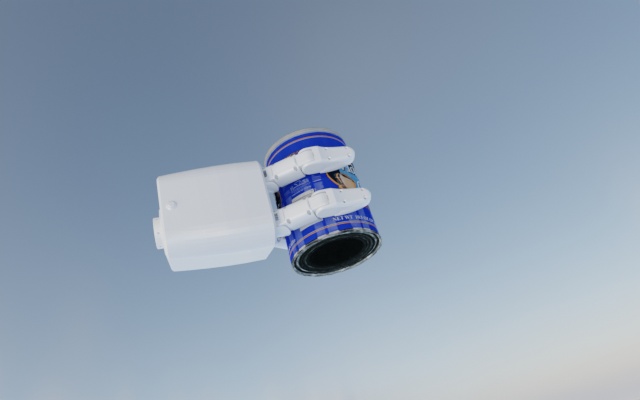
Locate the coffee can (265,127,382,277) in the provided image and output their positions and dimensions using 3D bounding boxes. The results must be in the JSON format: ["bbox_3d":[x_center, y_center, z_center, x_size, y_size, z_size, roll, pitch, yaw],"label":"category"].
[{"bbox_3d":[0.000,0.002,0.550,0.103,0.140,0.103,-13,-30,-8],"label":"coffee can"}]
